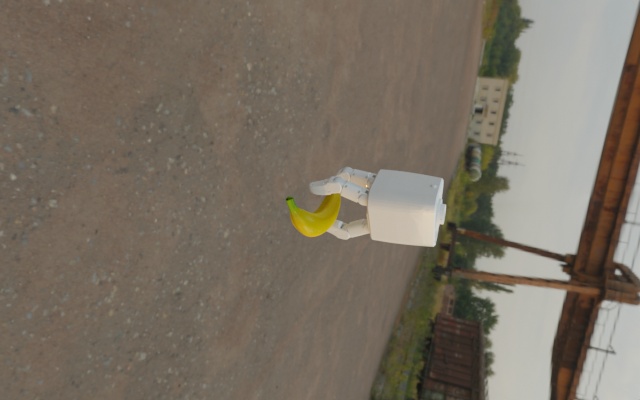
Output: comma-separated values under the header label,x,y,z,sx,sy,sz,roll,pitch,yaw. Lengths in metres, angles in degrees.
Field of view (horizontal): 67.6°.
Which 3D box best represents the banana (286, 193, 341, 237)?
label,x,y,z,sx,sy,sz,roll,pitch,yaw
banana,-0.002,0.021,0.785,0.037,0.069,0.198,5,6,21
